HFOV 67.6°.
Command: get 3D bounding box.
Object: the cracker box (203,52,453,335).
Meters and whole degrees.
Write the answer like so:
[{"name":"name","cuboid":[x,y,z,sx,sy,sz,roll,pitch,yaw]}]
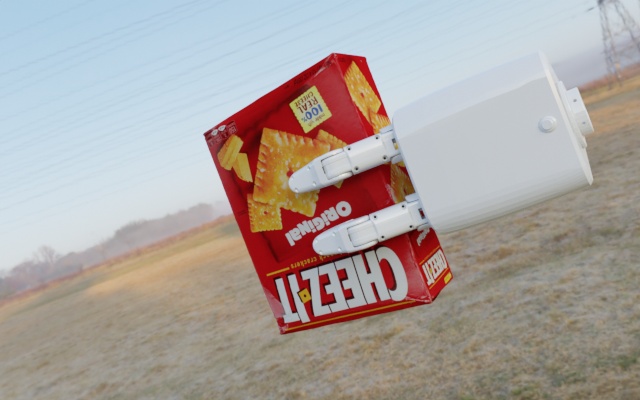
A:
[{"name":"cracker box","cuboid":[0.000,0.001,0.437,0.164,0.213,0.072,-21,-1,33]}]
